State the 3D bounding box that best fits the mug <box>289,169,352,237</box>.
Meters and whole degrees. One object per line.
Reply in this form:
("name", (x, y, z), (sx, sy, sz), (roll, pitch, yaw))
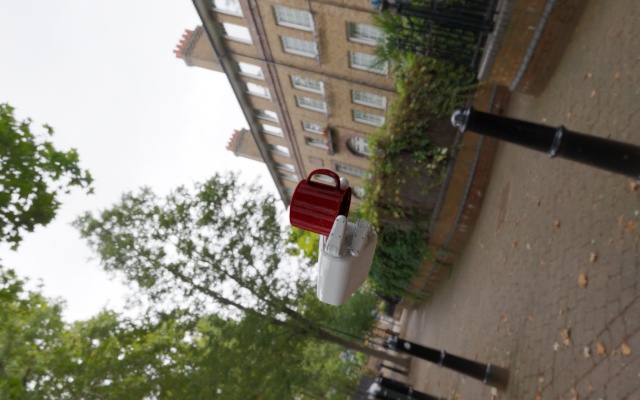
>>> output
("mug", (0.000, 0.001, 0.773), (0.081, 0.117, 0.093), (15, 33, 13))
